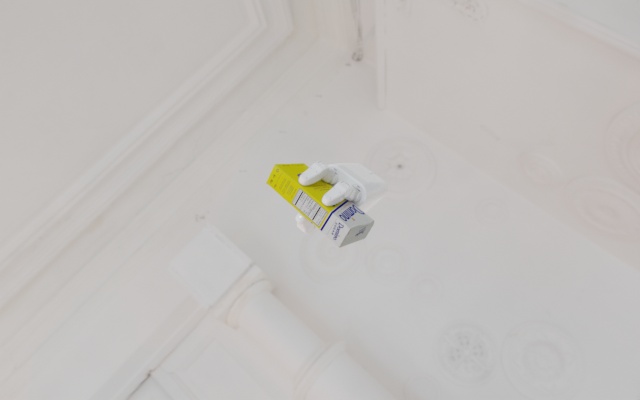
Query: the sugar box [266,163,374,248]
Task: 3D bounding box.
[{"bbox_3d":[0.000,0.002,0.806,0.176,0.048,0.093,37,23,22],"label":"sugar box"}]
